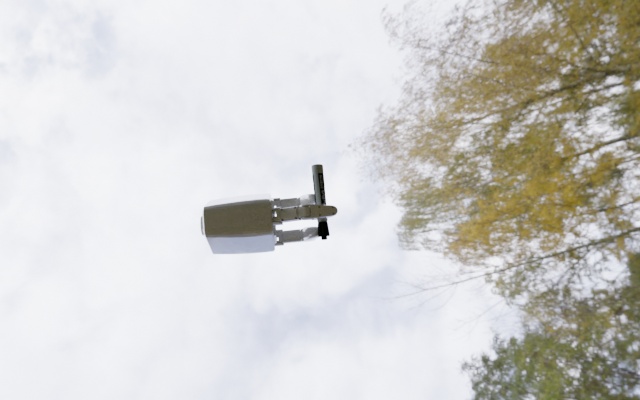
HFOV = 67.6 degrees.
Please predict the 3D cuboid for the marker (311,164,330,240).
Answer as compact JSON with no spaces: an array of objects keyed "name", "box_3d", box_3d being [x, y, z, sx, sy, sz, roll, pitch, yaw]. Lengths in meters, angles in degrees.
[{"name":"marker","box_3d":[0.000,0.002,0.759,0.020,0.121,0.020,-5,-10,-1]}]
